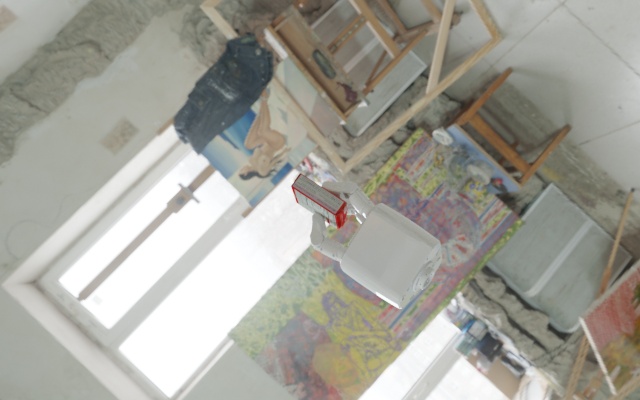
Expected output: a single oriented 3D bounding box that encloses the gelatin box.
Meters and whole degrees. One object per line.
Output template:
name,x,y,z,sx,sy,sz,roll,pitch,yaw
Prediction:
gelatin box,0.000,0.003,0.749,0.089,0.030,0.073,32,-14,15
